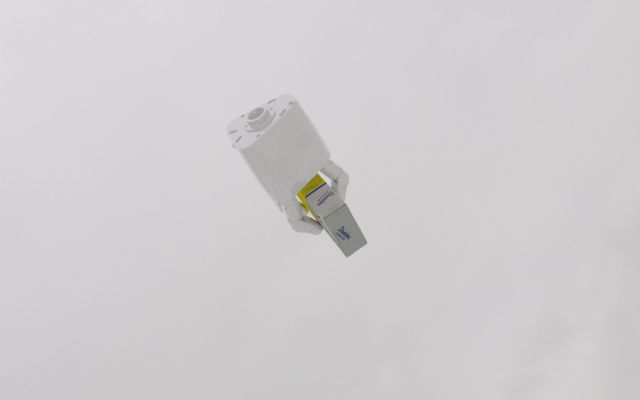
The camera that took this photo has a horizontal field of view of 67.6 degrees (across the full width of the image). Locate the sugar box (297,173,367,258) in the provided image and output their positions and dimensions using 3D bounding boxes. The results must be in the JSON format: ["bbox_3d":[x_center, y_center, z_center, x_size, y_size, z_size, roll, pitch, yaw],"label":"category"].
[{"bbox_3d":[0.000,0.003,0.741,0.048,0.093,0.176,-33,39,-3],"label":"sugar box"}]
